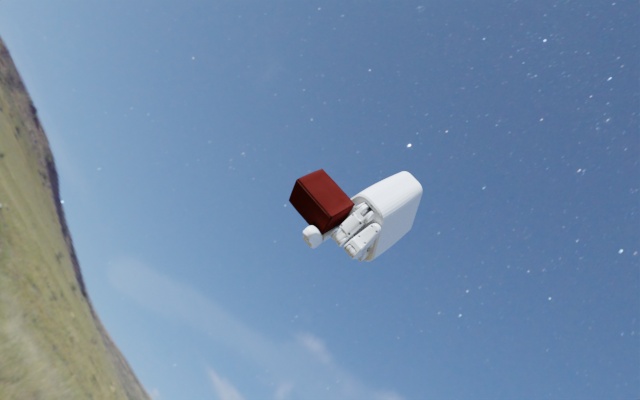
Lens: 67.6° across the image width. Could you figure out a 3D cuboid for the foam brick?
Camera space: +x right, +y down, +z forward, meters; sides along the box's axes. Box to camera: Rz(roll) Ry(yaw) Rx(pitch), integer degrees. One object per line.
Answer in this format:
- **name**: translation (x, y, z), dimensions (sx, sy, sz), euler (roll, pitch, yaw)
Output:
- **foam brick**: translation (0.000, 0.002, 0.706), dimensions (0.051, 0.078, 0.053), euler (-29, -21, -36)
